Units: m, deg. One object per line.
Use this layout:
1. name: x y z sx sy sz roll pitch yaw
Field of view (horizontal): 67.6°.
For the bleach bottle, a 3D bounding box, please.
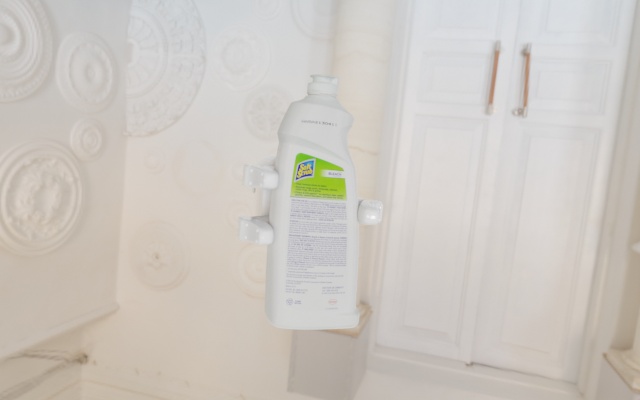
1. bleach bottle: 0.000 0.002 0.491 0.102 0.251 0.068 3 7 -17
